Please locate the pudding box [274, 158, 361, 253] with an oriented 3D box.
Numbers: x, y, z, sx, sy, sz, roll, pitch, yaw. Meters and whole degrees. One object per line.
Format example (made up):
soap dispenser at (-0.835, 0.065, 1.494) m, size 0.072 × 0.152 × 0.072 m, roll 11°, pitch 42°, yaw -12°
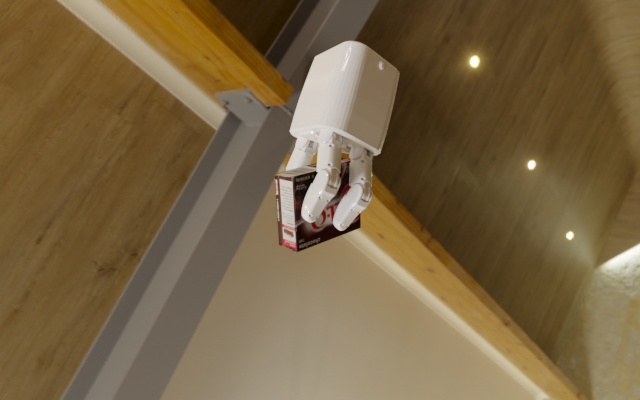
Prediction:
pudding box at (0.000, 0.002, 0.573) m, size 0.113 × 0.090 × 0.039 m, roll -16°, pitch 21°, yaw -39°
